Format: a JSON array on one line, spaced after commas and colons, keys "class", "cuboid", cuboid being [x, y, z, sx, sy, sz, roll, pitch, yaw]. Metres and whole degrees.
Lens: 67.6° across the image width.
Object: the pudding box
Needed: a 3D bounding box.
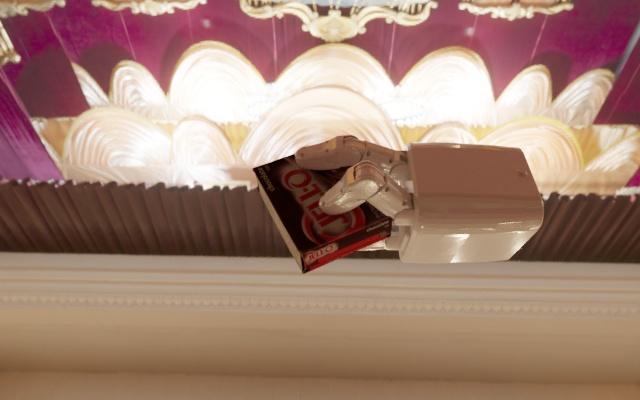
[{"class": "pudding box", "cuboid": [0.000, 0.002, 0.439, 0.090, 0.039, 0.113, -21, 50, -17]}]
